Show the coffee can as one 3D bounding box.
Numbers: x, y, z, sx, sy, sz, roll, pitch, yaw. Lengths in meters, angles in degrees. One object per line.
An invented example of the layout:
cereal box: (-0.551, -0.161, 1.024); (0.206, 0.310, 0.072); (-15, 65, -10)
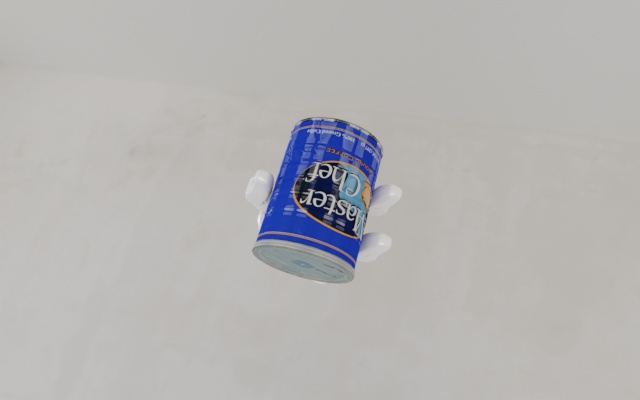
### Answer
coffee can: (0.000, 0.002, 0.489); (0.103, 0.140, 0.103); (14, -22, 6)
